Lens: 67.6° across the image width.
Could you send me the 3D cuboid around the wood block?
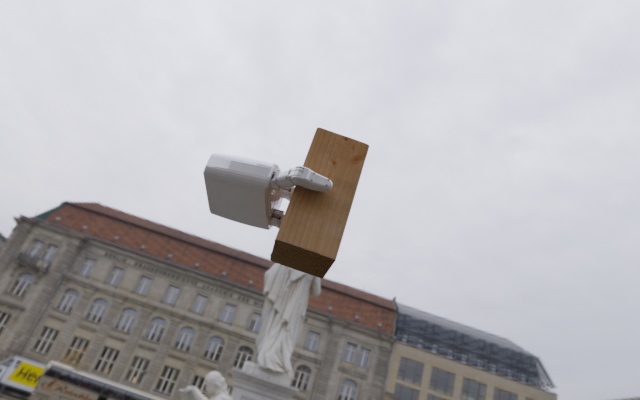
[{"bbox_3d":[0.000,0.002,0.744,0.090,0.206,0.091,19,-28,-2],"label":"wood block"}]
